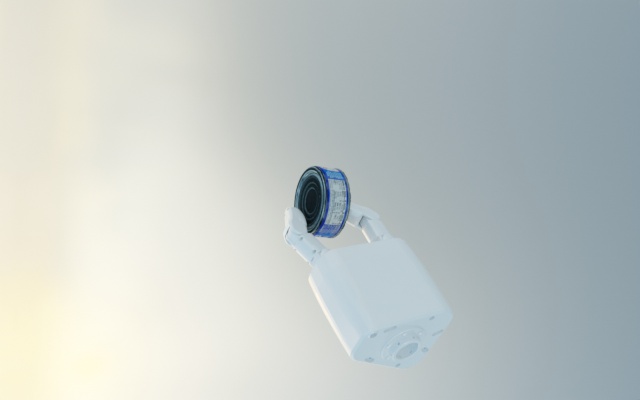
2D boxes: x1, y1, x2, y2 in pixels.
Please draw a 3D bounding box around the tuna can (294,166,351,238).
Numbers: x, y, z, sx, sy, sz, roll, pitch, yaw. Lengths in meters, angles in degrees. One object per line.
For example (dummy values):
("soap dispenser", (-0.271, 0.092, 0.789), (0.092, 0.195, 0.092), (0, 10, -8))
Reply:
("tuna can", (0.000, 0.002, 0.572), (0.034, 0.086, 0.086), (6, -3, -28))
